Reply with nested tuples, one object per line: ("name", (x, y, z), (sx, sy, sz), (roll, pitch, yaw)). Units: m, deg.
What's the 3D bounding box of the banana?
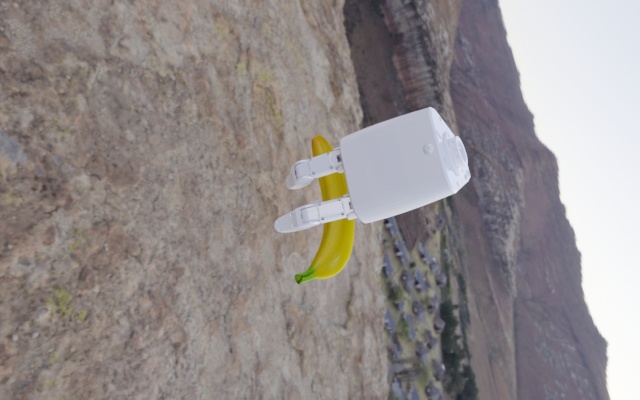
("banana", (0.012, 0.012, 0.577), (0.037, 0.197, 0.070), (-21, -38, 37))
